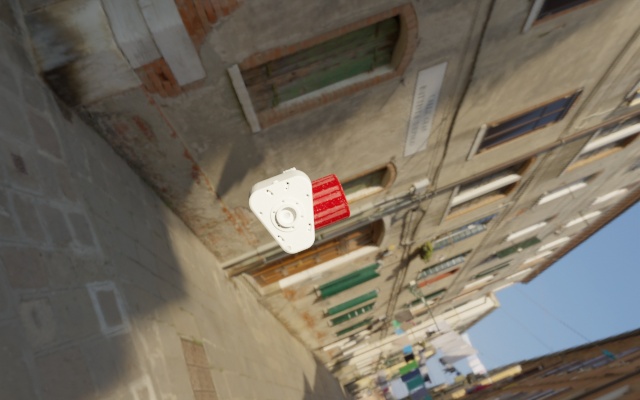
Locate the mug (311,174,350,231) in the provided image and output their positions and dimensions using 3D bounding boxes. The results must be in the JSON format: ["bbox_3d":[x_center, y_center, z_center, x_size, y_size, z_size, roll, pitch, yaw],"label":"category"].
[{"bbox_3d":[0.000,0.003,0.845,0.081,0.093,0.117,-21,10,-3],"label":"mug"}]
